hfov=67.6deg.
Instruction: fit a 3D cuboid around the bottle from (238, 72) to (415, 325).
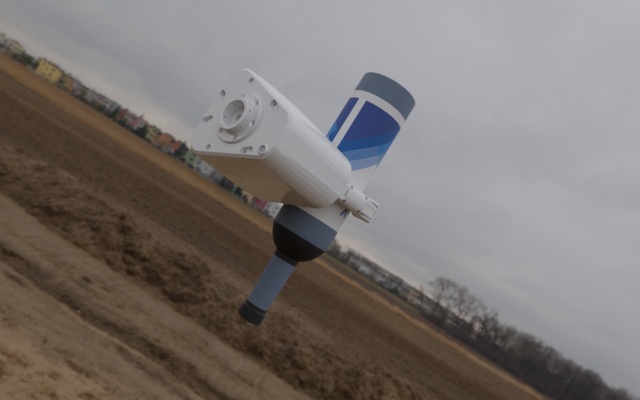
[{"bbox_3d":[0.000,0.002,0.521,0.069,0.295,0.069,31,-4,3],"label":"bottle"}]
